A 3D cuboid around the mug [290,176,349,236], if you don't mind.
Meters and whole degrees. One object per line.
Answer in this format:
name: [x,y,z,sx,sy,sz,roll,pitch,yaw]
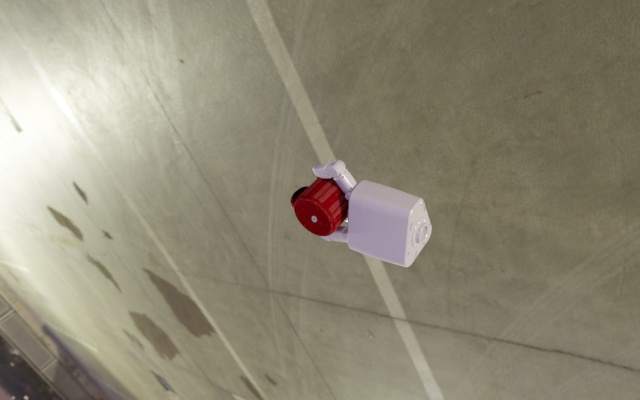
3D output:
mug: [-0.001,0.002,0.801,0.117,0.093,0.081,17,46,33]
